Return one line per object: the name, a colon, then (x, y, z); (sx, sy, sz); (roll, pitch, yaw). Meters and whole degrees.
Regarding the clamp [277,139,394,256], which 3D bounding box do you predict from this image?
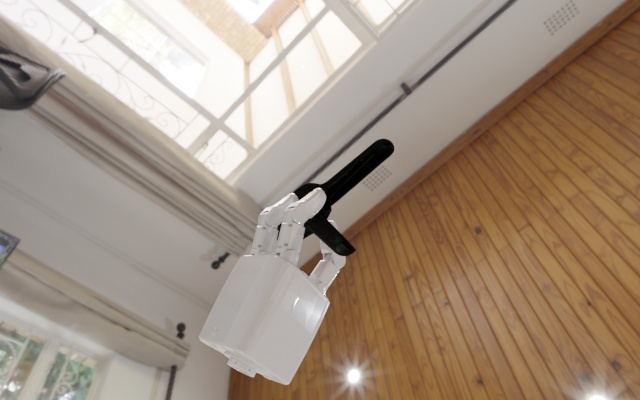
clamp: (0.000, 0.003, 0.606); (0.036, 0.164, 0.210); (43, -30, -24)
